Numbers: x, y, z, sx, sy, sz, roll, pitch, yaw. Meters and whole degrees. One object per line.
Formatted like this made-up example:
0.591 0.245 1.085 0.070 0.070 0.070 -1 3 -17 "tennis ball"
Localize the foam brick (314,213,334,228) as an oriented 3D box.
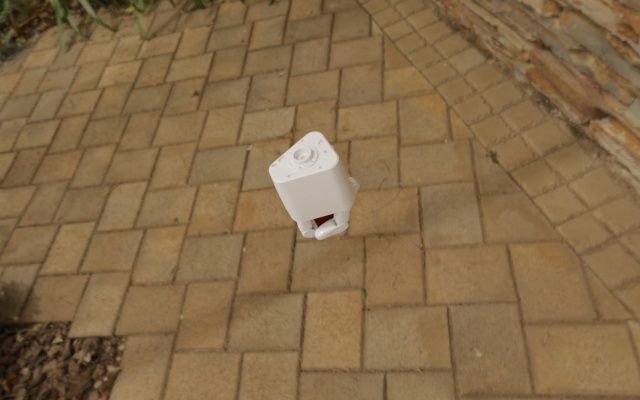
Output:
0.000 0.003 0.855 0.053 0.078 0.051 -29 -40 -5 "foam brick"
